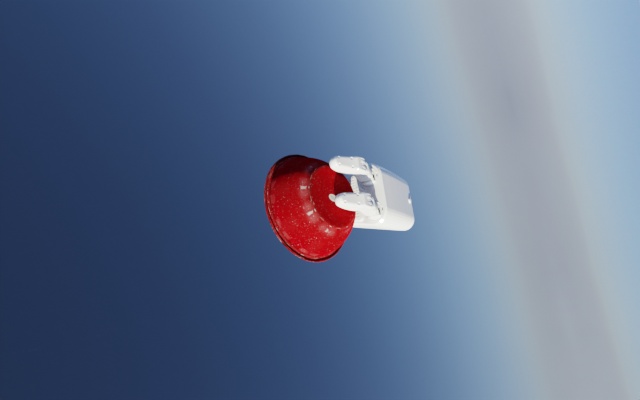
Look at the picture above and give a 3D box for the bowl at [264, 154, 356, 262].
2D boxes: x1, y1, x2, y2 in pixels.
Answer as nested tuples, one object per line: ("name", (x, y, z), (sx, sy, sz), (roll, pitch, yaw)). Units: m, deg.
("bowl", (0.000, 0.002, 0.672), (0.162, 0.162, 0.055), (0, -17, -45))
